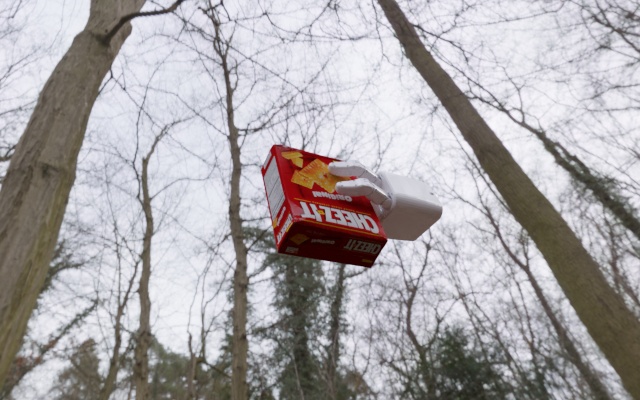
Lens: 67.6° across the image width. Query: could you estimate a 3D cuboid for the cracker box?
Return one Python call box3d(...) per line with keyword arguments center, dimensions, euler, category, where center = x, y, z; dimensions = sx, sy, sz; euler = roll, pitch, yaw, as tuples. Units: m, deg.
box3d(center=(0.000, 0.003, 0.790), dimensions=(0.164, 0.072, 0.213), euler=(12, 34, -24), category="cracker box")
